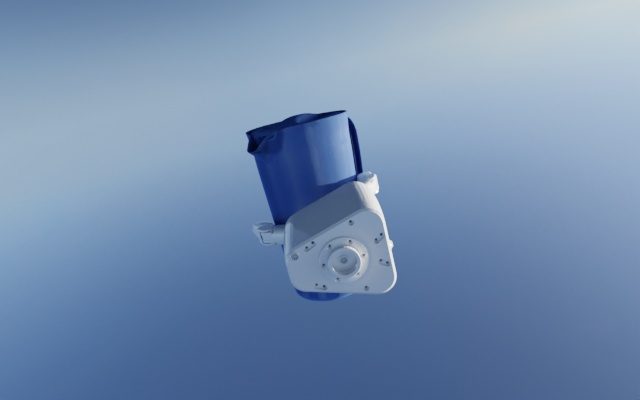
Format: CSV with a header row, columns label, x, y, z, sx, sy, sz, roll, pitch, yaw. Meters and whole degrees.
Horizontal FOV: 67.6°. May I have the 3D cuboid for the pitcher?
label,x,y,z,sx,sy,sz,roll,pitch,yaw
pitcher,0.000,0.002,0.650,0.149,0.243,0.145,-13,14,-1
